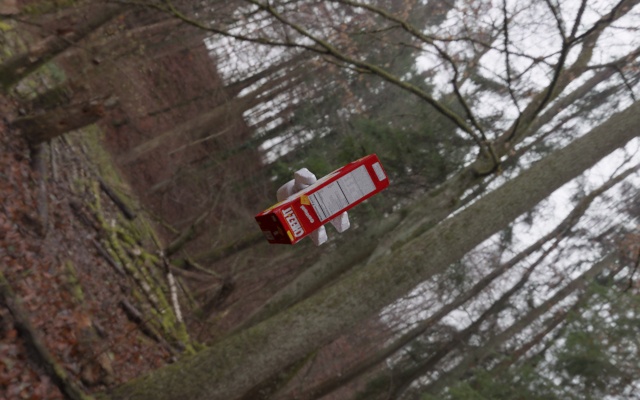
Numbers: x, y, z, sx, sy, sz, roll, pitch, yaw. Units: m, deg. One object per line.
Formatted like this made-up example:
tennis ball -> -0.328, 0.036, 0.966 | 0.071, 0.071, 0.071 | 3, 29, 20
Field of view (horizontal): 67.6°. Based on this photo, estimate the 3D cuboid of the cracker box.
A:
cracker box -> 0.000, 0.003, 0.878 | 0.213, 0.072, 0.164 | -31, 5, -18
